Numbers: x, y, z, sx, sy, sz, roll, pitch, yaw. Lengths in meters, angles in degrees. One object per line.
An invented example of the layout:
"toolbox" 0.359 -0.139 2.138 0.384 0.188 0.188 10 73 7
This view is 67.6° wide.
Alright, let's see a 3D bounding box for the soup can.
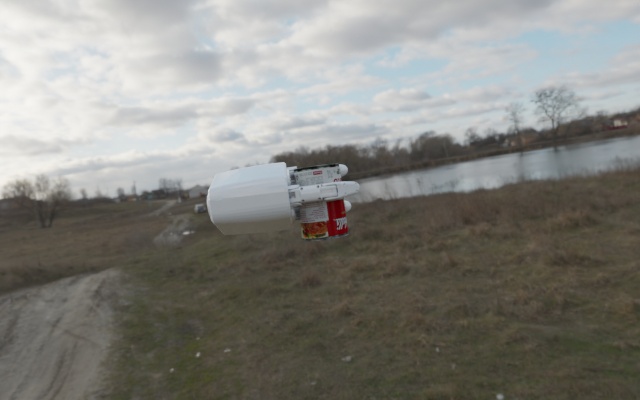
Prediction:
"soup can" 0.001 0.002 0.679 0.068 0.102 0.068 -7 2 0
